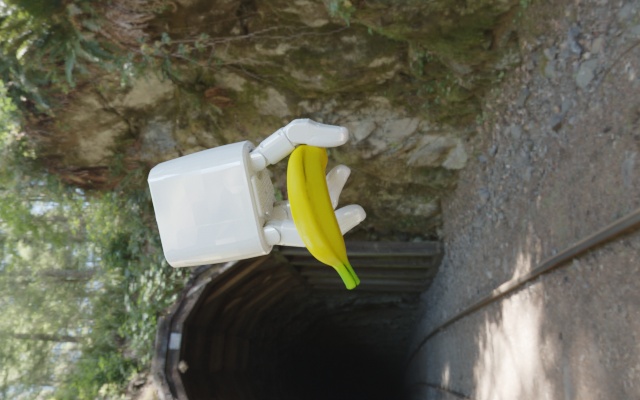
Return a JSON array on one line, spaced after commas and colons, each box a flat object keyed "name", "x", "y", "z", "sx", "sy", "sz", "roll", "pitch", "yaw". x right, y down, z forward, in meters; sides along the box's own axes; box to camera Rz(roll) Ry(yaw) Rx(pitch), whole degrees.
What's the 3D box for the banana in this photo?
[{"name": "banana", "x": -0.006, "y": -0.009, "z": 0.447, "sx": 0.037, "sy": 0.070, "sz": 0.197, "roll": -21, "pitch": 41, "yaw": 9}]
